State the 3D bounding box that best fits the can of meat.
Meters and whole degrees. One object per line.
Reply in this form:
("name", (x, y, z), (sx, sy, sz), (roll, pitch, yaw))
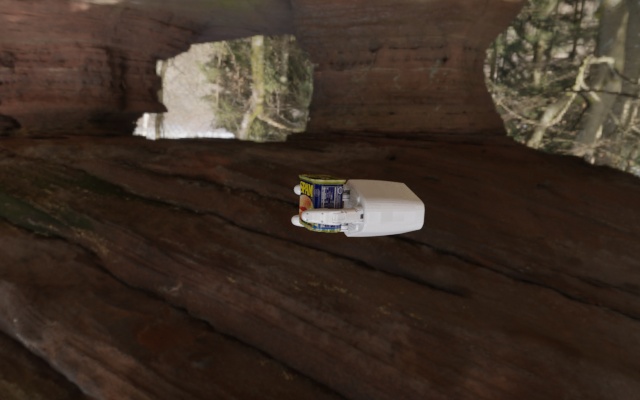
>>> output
("can of meat", (0.000, 0.003, 0.788), (0.057, 0.084, 0.102), (0, 8, -19))
